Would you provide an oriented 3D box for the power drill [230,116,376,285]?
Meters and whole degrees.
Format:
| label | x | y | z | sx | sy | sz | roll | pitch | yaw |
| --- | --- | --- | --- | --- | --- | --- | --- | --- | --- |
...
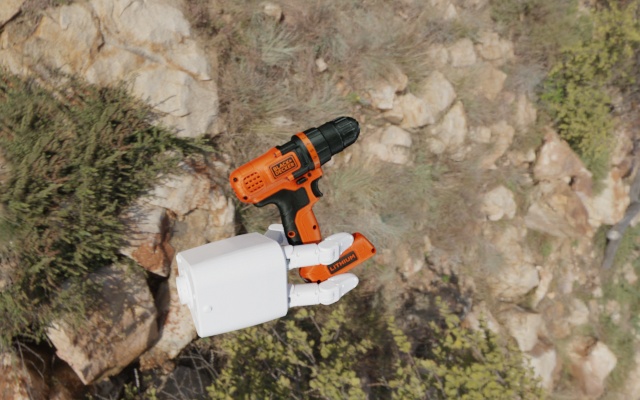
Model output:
| label | x | y | z | sx | sy | sz | roll | pitch | yaw |
| --- | --- | --- | --- | --- | --- | --- | --- | --- | --- |
| power drill | 0.000 | 0.003 | 0.627 | 0.184 | 0.188 | 0.057 | -29 | 11 | -10 |
